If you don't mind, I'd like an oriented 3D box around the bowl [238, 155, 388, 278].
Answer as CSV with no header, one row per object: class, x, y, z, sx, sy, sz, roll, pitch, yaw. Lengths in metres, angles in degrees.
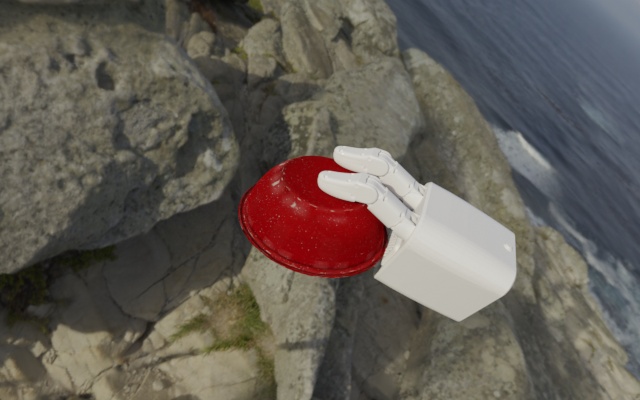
bowl,-0.001,0.001,0.490,0.162,0.055,0.162,11,37,-8
